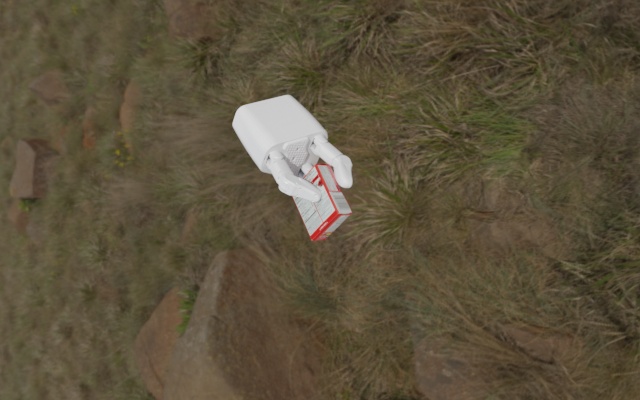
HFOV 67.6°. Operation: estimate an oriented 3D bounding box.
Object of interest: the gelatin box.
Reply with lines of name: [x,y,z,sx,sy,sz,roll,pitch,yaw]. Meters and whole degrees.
gelatin box: [0.000,0.003,0.691,0.030,0.089,0.073,-1,-34,-40]
